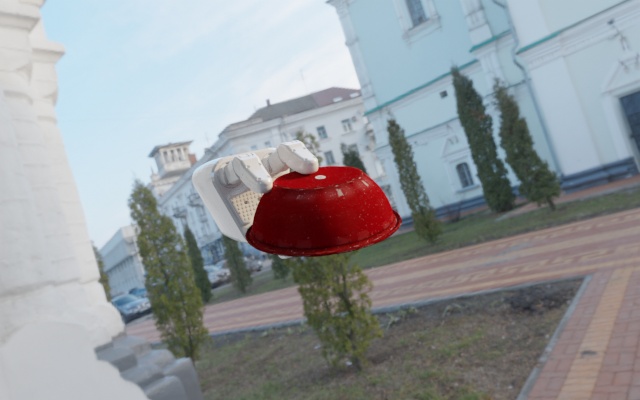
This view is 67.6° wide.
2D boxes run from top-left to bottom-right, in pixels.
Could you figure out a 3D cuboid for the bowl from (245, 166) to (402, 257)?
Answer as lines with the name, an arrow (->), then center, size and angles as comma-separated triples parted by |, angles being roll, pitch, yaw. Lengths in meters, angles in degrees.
bowl -> 0.001, 0.001, 0.489 | 0.162, 0.055, 0.162 | -6, 16, 2
